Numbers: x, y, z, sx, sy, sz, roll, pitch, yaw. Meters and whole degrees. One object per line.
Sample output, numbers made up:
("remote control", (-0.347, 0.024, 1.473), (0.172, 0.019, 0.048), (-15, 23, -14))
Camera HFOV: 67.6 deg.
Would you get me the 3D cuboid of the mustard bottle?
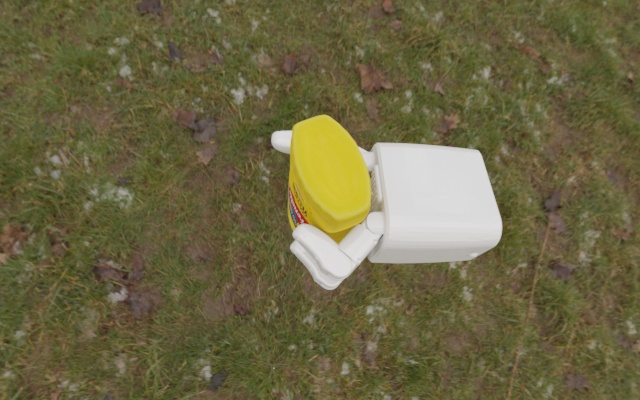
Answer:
("mustard bottle", (0.000, 0.002, 0.474), (0.058, 0.096, 0.192), (-22, -16, -13))
